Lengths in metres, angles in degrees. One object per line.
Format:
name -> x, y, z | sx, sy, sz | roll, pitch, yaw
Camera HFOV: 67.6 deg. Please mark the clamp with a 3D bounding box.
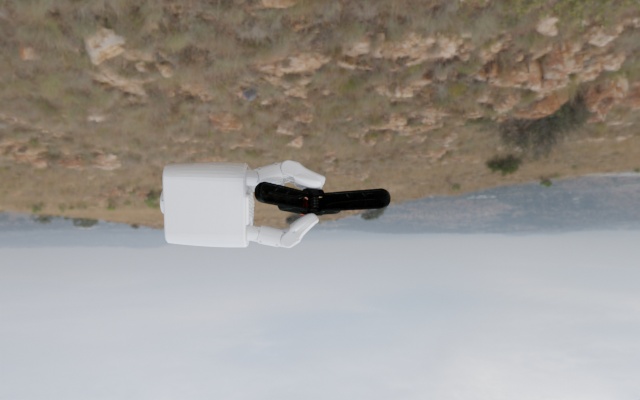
clamp -> 0.000, 0.003, 0.656 | 0.164, 0.036, 0.210 | 3, -6, -2
